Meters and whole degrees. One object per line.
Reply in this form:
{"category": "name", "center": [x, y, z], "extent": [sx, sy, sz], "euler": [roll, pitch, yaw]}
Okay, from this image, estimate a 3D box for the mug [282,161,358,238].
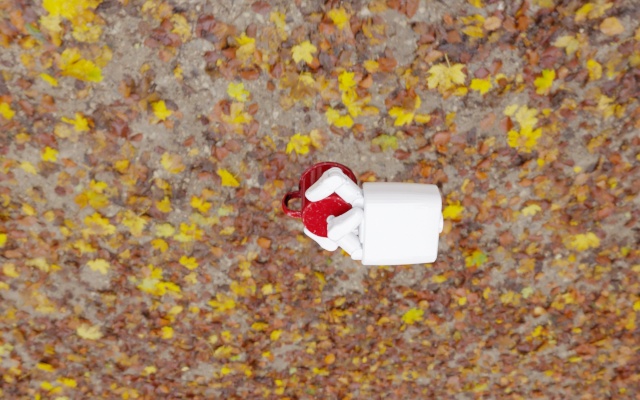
{"category": "mug", "center": [-0.001, 0.002, 0.716], "extent": [0.117, 0.093, 0.081], "euler": [-2, 37, 1]}
